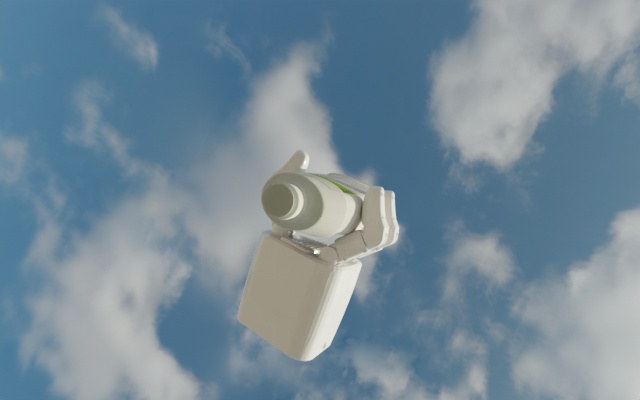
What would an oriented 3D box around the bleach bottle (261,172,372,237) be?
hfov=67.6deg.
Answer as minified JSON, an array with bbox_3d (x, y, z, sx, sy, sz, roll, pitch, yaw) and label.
[{"bbox_3d":[0.000,0.002,0.509,0.102,0.068,0.251,21,5,19],"label":"bleach bottle"}]
